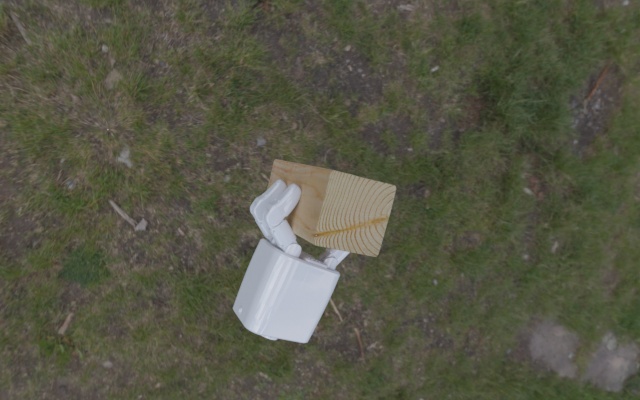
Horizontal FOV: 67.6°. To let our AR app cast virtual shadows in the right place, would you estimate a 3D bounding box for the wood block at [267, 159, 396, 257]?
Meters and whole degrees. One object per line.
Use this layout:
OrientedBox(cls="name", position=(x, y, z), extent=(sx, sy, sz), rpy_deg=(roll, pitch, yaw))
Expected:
OrientedBox(cls="wood block", position=(0.000, 0.003, 0.641), extent=(0.091, 0.090, 0.206), rpy_deg=(13, 3, -25))
